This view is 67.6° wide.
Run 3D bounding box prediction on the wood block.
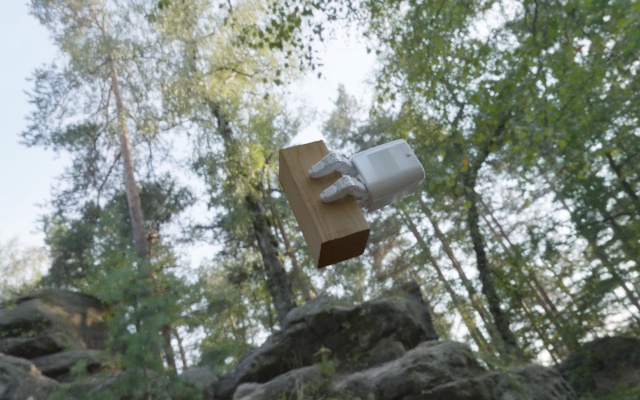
[{"bbox_3d":[0.000,0.003,0.847,0.090,0.206,0.091,-16,-33,-15],"label":"wood block"}]
